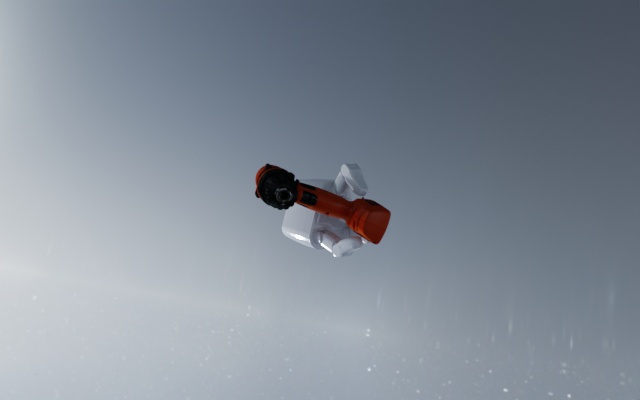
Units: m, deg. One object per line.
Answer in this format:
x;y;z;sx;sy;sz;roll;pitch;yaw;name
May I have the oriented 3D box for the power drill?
0.000;0.002;0.669;0.188;0.057;0.184;22;6;-15;power drill
